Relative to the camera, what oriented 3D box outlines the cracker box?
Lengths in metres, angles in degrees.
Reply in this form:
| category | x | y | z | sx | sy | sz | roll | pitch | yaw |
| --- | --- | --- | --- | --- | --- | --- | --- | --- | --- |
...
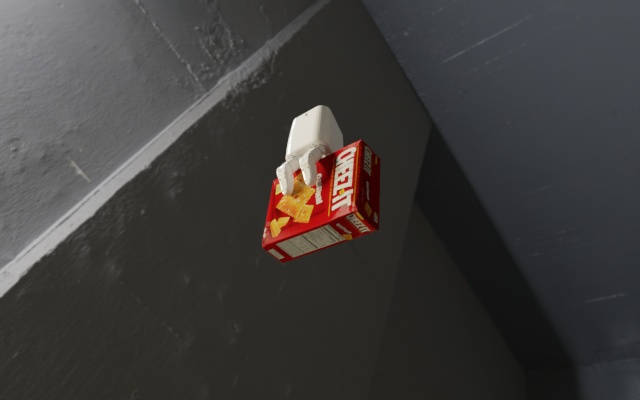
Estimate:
| category | x | y | z | sx | sy | sz | roll | pitch | yaw |
| --- | --- | --- | --- | --- | --- | --- | --- | --- | --- |
| cracker box | 0.000 | 0.003 | 0.864 | 0.214 | 0.164 | 0.072 | -23 | -47 | 32 |
